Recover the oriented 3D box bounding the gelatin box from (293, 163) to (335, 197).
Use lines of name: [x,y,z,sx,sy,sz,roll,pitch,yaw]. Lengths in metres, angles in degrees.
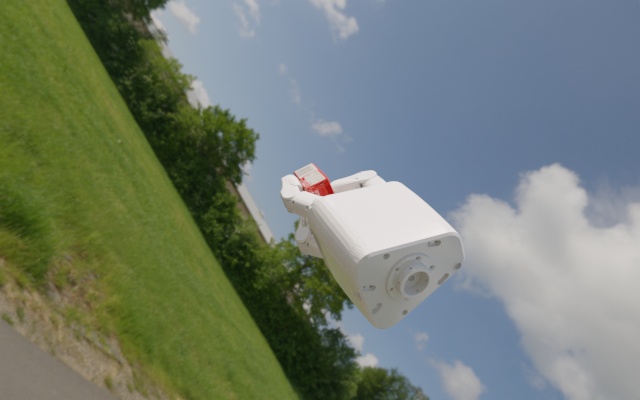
gelatin box: [0.000,0.002,0.568,0.030,0.073,0.089,-25,20,-5]
